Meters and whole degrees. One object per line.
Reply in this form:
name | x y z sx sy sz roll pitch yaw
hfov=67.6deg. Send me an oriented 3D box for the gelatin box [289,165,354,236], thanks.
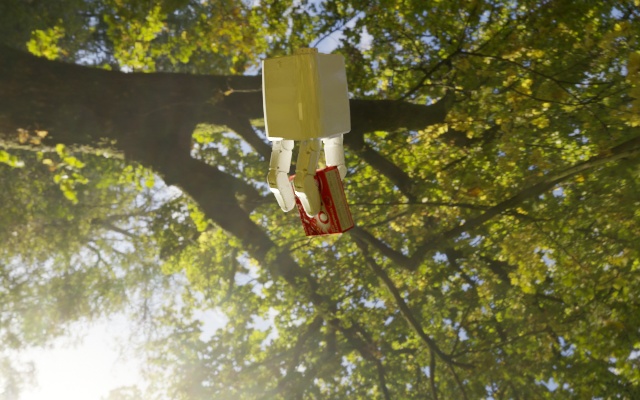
gelatin box | 0.001 0.002 0.649 0.030 0.089 0.073 -23 9 -42
